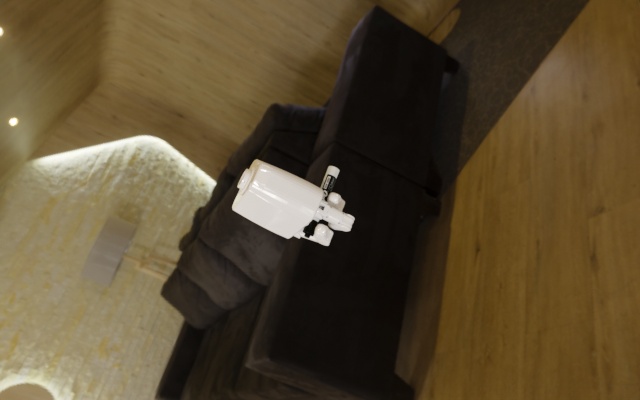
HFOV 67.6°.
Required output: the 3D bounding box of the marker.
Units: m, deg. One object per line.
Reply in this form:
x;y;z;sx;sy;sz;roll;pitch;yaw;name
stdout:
0.000;0.002;0.747;0.020;0.121;0.020;20;-16;6;marker
